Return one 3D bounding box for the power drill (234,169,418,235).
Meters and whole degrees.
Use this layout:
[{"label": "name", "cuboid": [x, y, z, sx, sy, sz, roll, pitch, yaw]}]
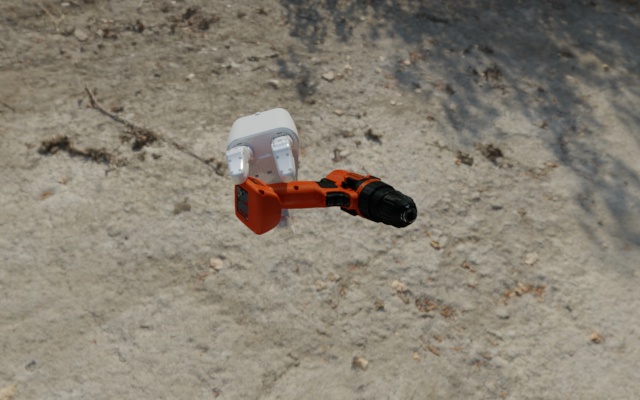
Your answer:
[{"label": "power drill", "cuboid": [0.000, 0.002, 0.585, 0.187, 0.057, 0.184, -3, 13, -26]}]
